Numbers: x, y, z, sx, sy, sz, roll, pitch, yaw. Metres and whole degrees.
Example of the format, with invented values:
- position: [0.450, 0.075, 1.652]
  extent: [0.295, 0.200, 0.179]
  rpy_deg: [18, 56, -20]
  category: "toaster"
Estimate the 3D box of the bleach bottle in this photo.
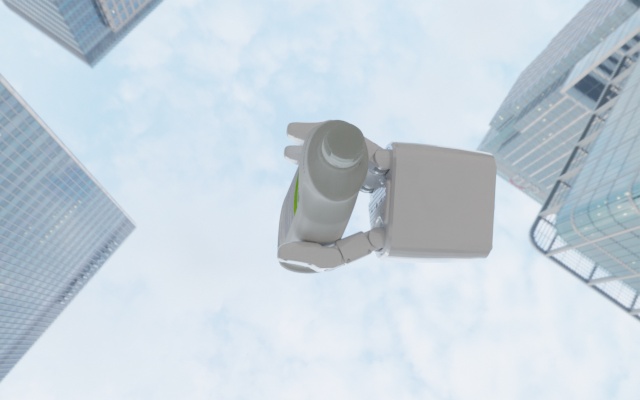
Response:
- position: [0.000, 0.001, 0.460]
  extent: [0.068, 0.102, 0.251]
  rpy_deg: [4, -18, -7]
  category: "bleach bottle"
